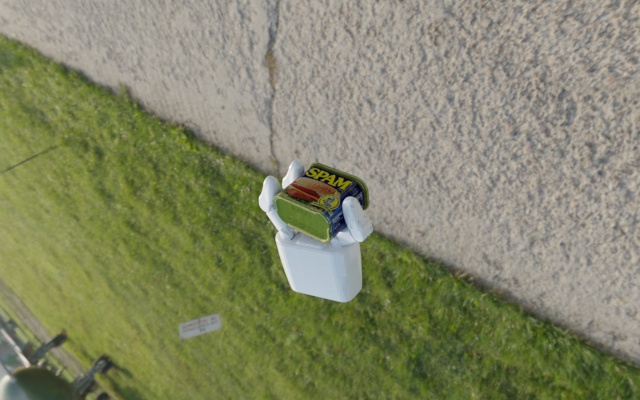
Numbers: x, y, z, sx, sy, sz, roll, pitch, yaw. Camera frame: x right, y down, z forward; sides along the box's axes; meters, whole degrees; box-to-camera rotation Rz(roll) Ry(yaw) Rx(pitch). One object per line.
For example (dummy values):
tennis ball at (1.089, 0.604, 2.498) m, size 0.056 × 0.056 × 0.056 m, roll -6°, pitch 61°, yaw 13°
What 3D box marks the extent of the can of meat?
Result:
can of meat at (0.000, 0.002, 0.641) m, size 0.102 × 0.057 × 0.084 m, roll 23°, pitch 48°, yaw 33°
